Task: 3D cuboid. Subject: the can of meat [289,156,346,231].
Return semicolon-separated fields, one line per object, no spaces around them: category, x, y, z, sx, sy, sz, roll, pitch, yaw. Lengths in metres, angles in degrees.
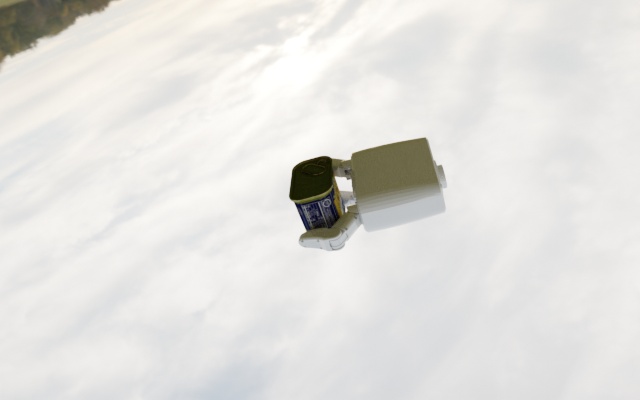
can of meat;0.000;0.002;0.638;0.057;0.084;0.102;-15;32;10
